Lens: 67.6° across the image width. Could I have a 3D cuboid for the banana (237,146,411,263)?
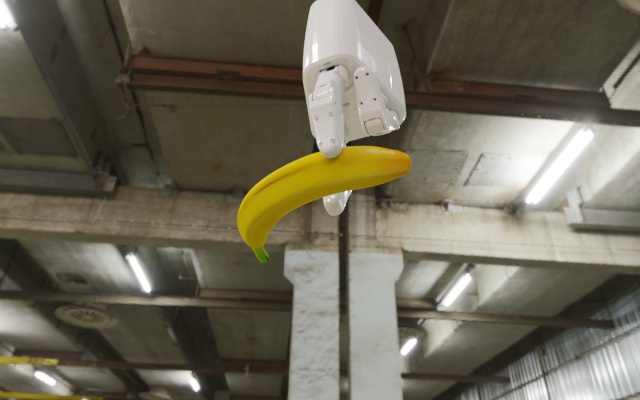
[{"bbox_3d":[-0.016,-0.005,0.420,0.070,0.037,0.198,29,-45,-33],"label":"banana"}]
